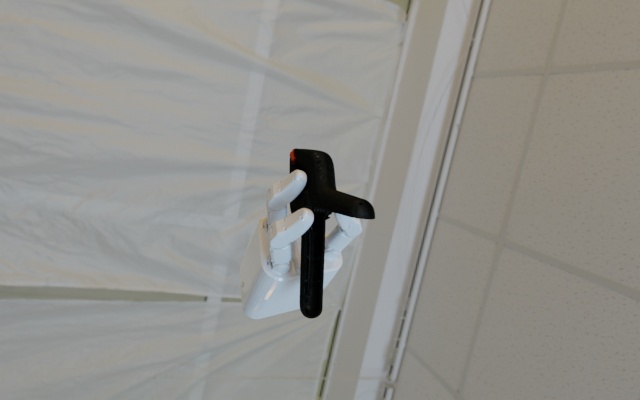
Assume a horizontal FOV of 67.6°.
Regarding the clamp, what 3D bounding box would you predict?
[{"bbox_3d":[0.001,0.002,0.539,0.036,0.209,0.165,8,-44,-23],"label":"clamp"}]
